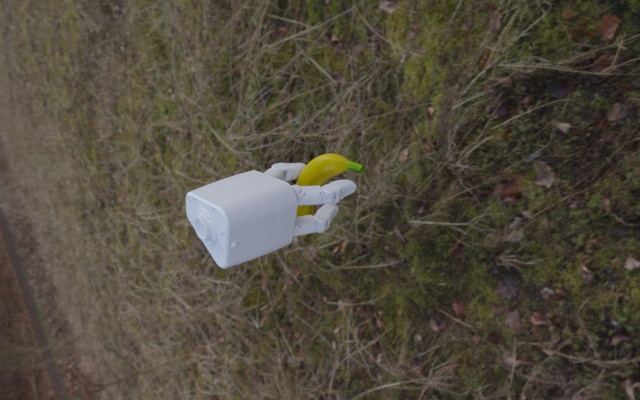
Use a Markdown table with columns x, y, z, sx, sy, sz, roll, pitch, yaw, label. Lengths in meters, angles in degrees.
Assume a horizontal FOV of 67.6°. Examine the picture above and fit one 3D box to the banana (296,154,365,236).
| x | y | z | sx | sy | sz | roll | pitch | yaw | label |
| --- | --- | --- | --- | --- | --- | --- | --- | --- | --- |
| -0.009 | -0.014 | 0.732 | 0.037 | 0.069 | 0.198 | -26 | -16 | -39 | banana |
